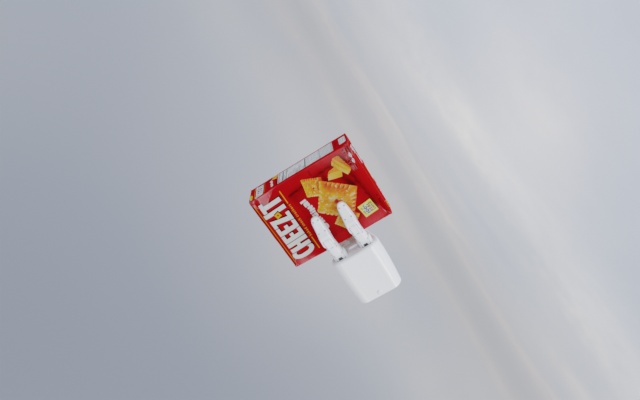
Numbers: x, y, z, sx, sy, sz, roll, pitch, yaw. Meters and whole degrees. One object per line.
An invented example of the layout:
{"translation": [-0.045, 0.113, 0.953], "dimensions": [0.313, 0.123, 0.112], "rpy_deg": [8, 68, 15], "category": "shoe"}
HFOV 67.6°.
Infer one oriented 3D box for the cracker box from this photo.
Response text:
{"translation": [0.000, 0.003, 0.893], "dimensions": [0.214, 0.164, 0.072], "rpy_deg": [-31, 20, 10], "category": "cracker box"}
